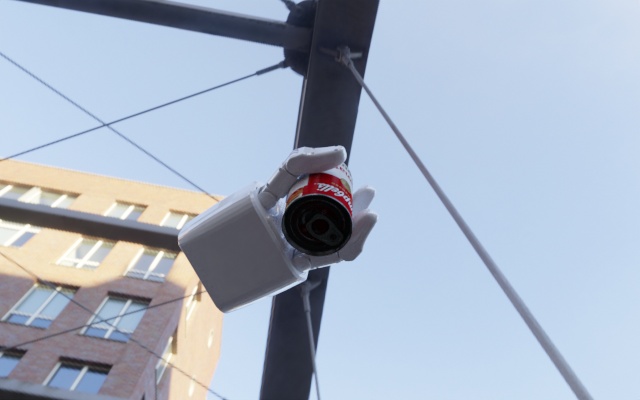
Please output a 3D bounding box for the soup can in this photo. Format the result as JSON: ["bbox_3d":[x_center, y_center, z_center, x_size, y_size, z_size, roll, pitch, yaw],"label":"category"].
[{"bbox_3d":[0.000,0.001,0.494,0.068,0.068,0.102,0,27,4],"label":"soup can"}]
